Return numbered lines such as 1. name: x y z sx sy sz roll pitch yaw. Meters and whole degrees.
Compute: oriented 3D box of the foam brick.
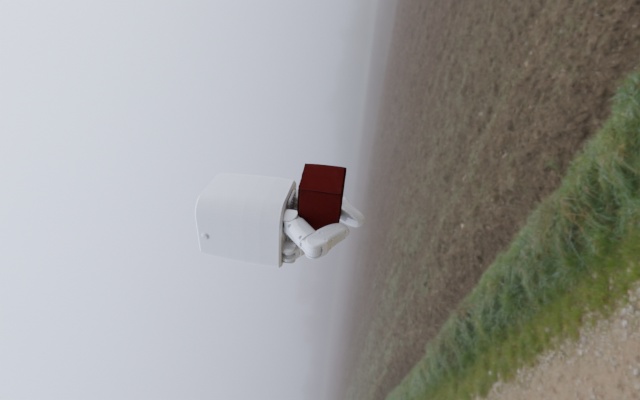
1. foam brick: 0.000 0.002 0.579 0.051 0.078 0.053 9 41 4
